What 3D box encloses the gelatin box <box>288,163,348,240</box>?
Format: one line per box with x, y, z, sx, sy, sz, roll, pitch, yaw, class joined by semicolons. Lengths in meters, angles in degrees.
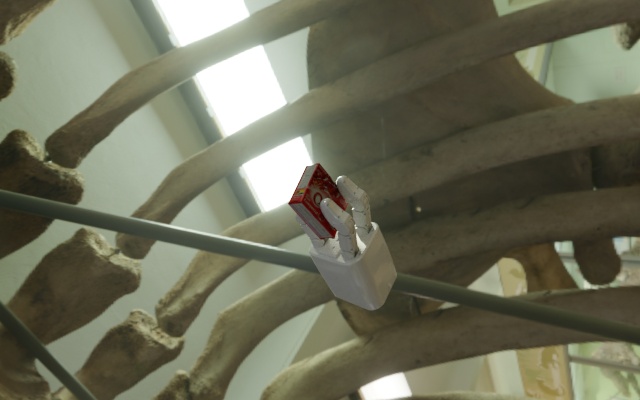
0.000;0.002;0.692;0.030;0.073;0.089;-8;-44;39;gelatin box
